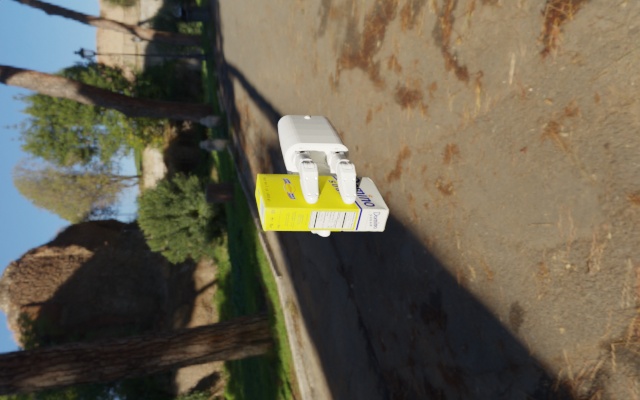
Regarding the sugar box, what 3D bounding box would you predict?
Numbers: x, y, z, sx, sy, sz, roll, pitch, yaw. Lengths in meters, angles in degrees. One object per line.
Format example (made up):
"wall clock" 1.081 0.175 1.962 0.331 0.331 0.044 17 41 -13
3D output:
"sugar box" 0.000 0.002 0.688 0.176 0.048 0.093 -2 34 -15
